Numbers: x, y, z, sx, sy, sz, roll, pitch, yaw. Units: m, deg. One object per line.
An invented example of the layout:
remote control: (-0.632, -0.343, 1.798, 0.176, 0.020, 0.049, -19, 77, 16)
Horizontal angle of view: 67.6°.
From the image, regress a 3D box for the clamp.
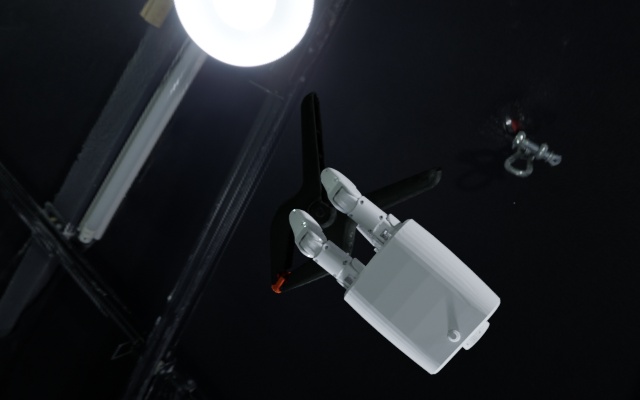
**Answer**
clamp: (0.000, 0.002, 0.506, 0.164, 0.210, 0.036, 41, 14, 15)
